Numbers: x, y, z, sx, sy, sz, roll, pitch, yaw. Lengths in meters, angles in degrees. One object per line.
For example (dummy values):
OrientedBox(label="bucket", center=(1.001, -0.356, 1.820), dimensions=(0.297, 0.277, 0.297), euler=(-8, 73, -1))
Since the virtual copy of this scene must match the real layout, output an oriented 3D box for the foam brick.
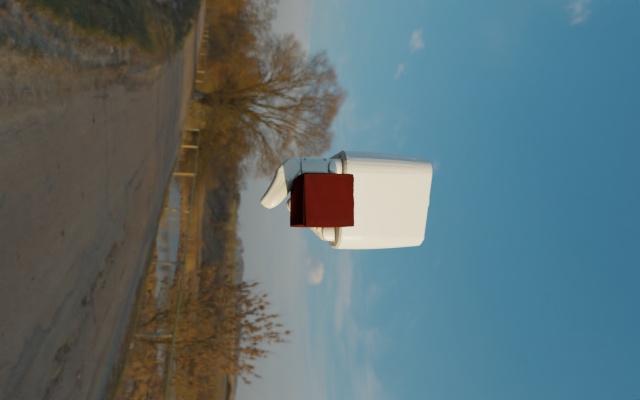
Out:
OrientedBox(label="foam brick", center=(0.000, 0.002, 0.491), dimensions=(0.051, 0.053, 0.078), euler=(1, -4, -13))
